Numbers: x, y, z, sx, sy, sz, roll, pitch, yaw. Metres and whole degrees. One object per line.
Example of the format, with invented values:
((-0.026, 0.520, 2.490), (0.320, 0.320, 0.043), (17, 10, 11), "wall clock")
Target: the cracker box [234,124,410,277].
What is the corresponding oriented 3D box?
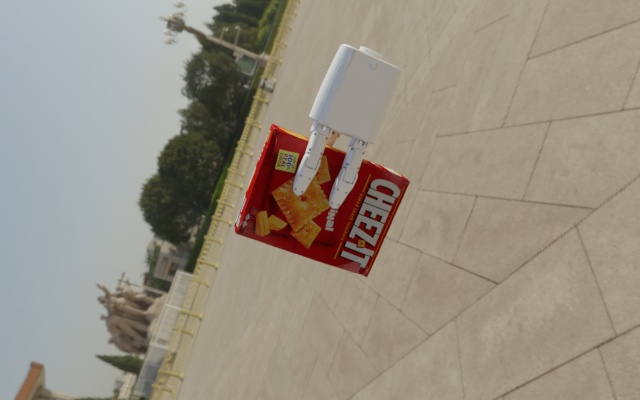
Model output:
((0.000, 0.002, 0.707), (0.214, 0.164, 0.072), (20, 11, -12), "cracker box")
